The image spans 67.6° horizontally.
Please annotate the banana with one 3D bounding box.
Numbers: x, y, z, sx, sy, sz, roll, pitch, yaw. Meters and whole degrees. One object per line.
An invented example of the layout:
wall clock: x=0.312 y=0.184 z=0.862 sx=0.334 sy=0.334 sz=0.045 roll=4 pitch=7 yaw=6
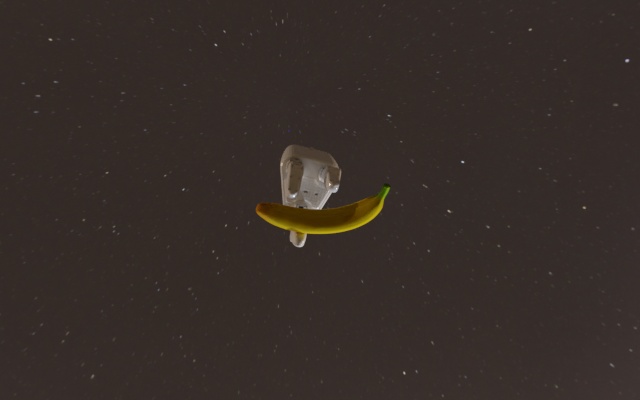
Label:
banana: x=0.007 y=0.019 z=0.708 sx=0.198 sy=0.070 sz=0.037 roll=-10 pitch=23 yaw=2
